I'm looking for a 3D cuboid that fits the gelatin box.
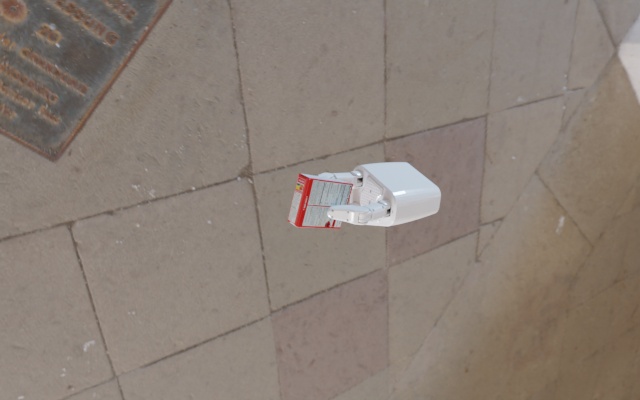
[{"bbox_3d":[0.000,0.002,0.702,0.089,0.073,0.030,5,15,-41],"label":"gelatin box"}]
